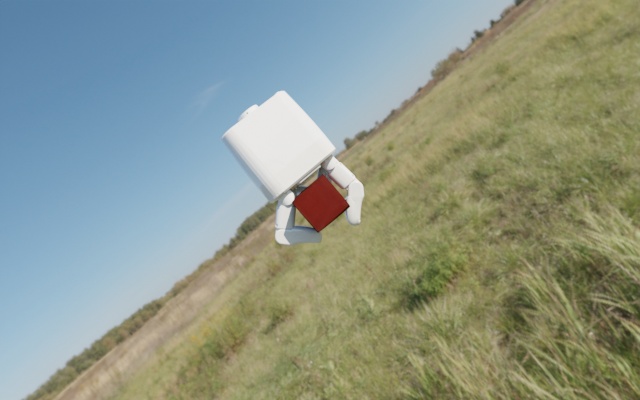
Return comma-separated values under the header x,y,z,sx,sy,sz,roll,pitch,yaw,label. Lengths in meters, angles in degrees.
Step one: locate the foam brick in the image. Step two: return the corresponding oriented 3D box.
x,y,z,sx,sy,sz,roll,pitch,yaw,label
0.000,0.002,0.610,0.053,0.051,0.078,-40,3,2,foam brick
